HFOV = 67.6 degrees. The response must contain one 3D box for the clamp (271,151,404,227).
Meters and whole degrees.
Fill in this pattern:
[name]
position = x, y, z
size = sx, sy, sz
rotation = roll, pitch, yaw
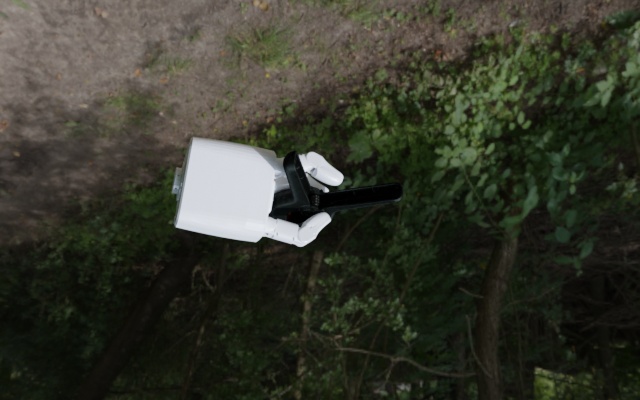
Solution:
[clamp]
position = 0.000, 0.003, 0.651
size = 0.164, 0.036, 0.210
rotation = 13, -25, -18
